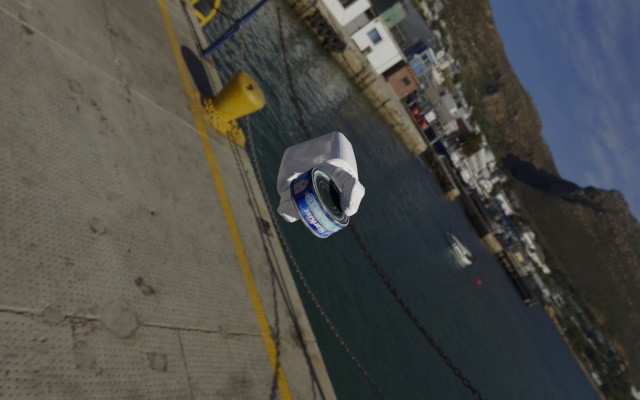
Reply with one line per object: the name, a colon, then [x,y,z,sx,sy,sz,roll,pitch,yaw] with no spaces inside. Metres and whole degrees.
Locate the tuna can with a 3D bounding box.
tuna can: [0.001,0.002,0.603,0.034,0.086,0.086,-29,-11,21]
